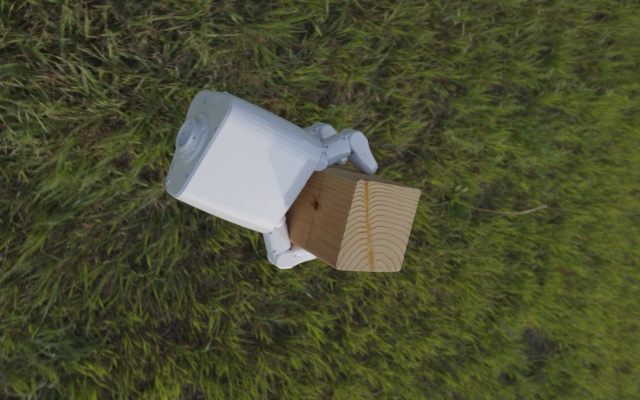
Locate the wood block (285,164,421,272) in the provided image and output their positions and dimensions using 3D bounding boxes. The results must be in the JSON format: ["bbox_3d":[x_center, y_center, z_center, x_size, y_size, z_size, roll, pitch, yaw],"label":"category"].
[{"bbox_3d":[0.000,0.002,0.544,0.090,0.091,0.206,7,10,-37],"label":"wood block"}]
